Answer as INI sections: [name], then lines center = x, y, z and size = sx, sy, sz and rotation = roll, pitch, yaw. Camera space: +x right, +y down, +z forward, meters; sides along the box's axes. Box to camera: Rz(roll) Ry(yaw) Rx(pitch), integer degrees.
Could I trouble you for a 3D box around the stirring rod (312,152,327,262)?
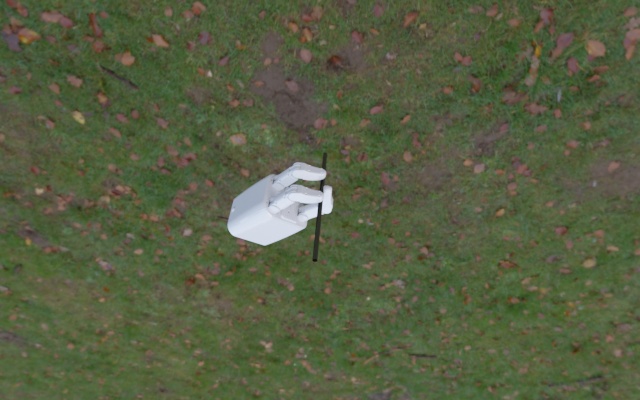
[stirring rod]
center = 0.000, 0.003, 0.817
size = 0.011, 0.239, 0.011
rotation = 3, -41, 3
